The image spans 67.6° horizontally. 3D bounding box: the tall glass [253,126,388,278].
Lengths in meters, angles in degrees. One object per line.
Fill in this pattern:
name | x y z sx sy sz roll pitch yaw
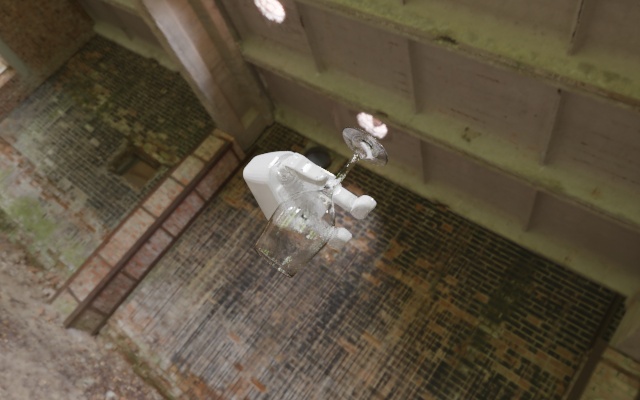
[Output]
tall glass | 0.001 0.001 0.615 0.079 0.201 0.079 35 -16 12
